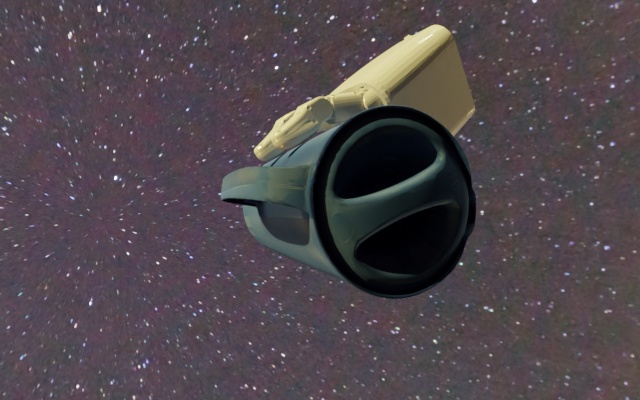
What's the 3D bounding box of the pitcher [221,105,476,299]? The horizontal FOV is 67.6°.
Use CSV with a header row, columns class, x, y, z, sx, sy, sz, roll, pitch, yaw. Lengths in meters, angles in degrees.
class,x,y,z,sx,sy,sz,roll,pitch,yaw
pitcher,0.000,0.001,0.428,0.145,0.149,0.243,-42,14,-19
